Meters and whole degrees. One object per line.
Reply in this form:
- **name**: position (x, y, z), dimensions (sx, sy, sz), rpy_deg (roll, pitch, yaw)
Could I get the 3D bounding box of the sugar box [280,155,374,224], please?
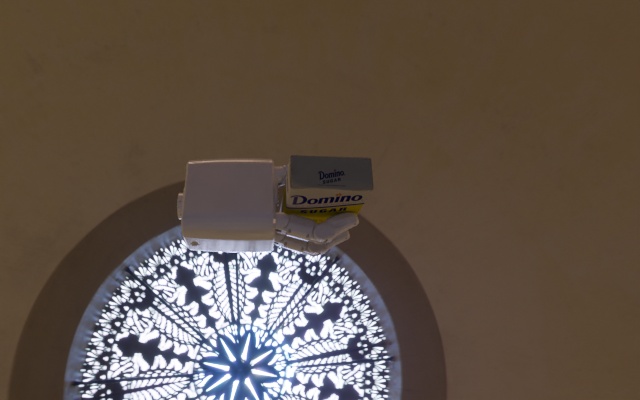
- **sugar box**: position (0.000, 0.002, 0.593), dimensions (0.093, 0.048, 0.176), rpy_deg (1, -19, -8)
